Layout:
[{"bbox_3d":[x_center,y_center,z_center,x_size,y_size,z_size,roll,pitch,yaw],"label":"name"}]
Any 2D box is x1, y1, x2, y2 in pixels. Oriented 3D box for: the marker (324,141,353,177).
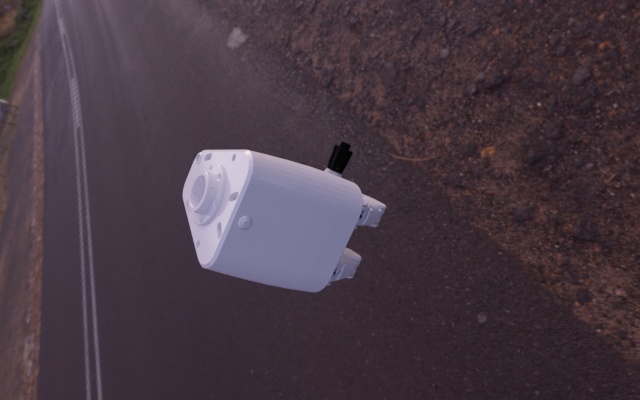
[{"bbox_3d":[0.000,0.001,0.451,0.020,0.121,0.020,23,9,-4],"label":"marker"}]
